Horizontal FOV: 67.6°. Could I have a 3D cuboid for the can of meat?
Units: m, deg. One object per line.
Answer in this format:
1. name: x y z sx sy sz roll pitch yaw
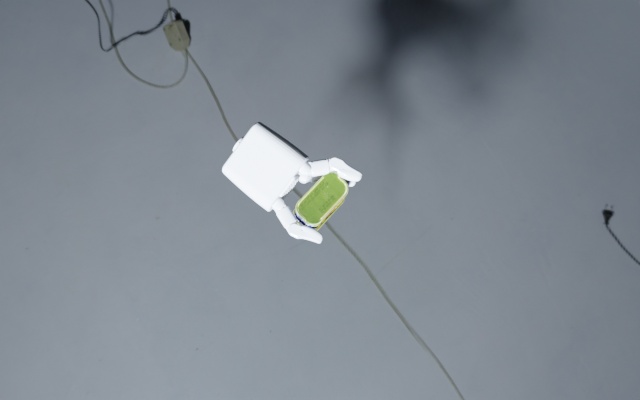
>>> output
1. can of meat: 0.000 0.003 0.826 0.057 0.102 0.084 42 -10 4
